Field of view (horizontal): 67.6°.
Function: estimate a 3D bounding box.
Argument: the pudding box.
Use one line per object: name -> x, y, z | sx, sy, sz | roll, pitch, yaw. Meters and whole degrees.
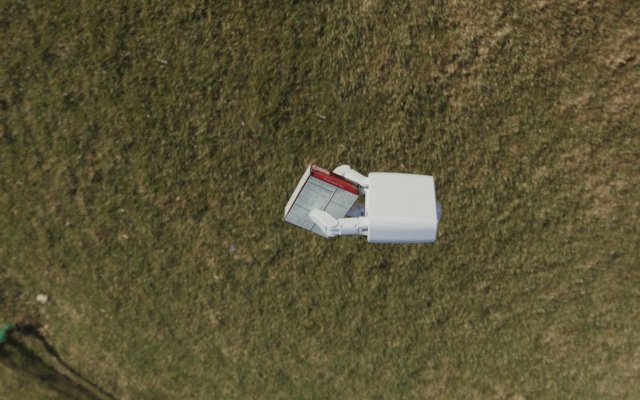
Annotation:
pudding box -> 0.000, 0.003, 0.787 | 0.090, 0.113, 0.039 | 23, 35, -13
